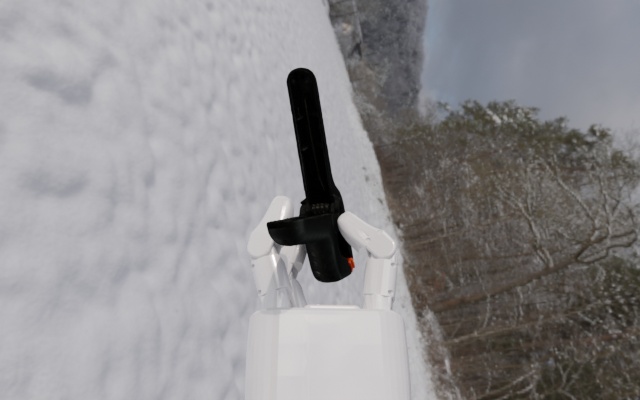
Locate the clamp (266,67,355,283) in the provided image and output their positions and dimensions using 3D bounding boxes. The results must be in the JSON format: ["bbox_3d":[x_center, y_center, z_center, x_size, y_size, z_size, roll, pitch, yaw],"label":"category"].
[{"bbox_3d":[0.001,0.002,0.425,0.036,0.164,0.210,-5,-31,12],"label":"clamp"}]
